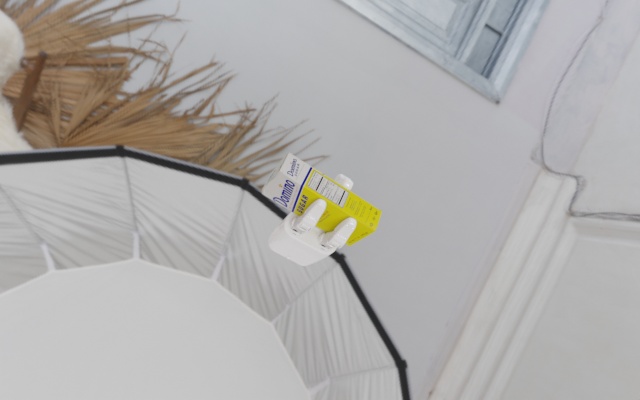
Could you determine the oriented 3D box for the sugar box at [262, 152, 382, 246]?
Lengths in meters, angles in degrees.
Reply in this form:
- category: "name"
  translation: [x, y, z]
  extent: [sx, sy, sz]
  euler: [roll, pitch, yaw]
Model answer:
- category: "sugar box"
  translation: [0.000, 0.003, 0.755]
  extent: [0.176, 0.048, 0.093]
  euler: [29, -30, -12]
